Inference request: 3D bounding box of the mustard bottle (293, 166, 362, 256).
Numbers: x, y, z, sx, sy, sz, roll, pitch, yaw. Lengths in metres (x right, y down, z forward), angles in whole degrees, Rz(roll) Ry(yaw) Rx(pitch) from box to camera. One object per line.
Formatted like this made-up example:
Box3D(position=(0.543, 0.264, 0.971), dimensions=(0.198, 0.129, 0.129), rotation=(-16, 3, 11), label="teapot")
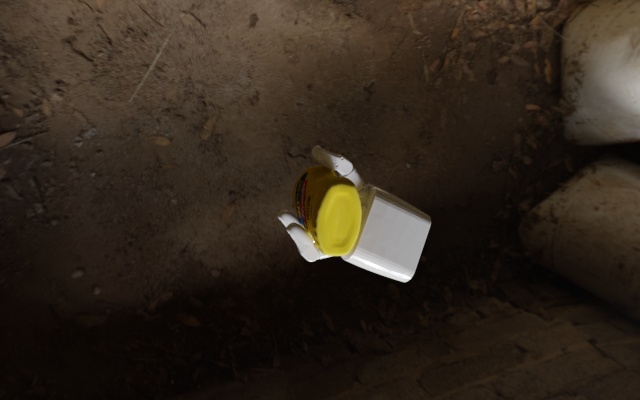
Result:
Box3D(position=(0.000, 0.002, 0.661), dimensions=(0.058, 0.096, 0.191), rotation=(-1, 14, -14), label="mustard bottle")
